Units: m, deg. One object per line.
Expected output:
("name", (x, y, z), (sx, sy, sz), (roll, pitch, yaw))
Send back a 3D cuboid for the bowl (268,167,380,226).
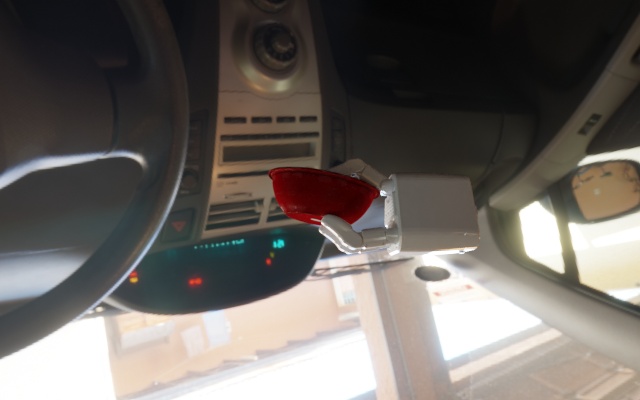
("bowl", (-0.001, 0.002, 0.674), (0.162, 0.055, 0.162), (11, -11, 2))
